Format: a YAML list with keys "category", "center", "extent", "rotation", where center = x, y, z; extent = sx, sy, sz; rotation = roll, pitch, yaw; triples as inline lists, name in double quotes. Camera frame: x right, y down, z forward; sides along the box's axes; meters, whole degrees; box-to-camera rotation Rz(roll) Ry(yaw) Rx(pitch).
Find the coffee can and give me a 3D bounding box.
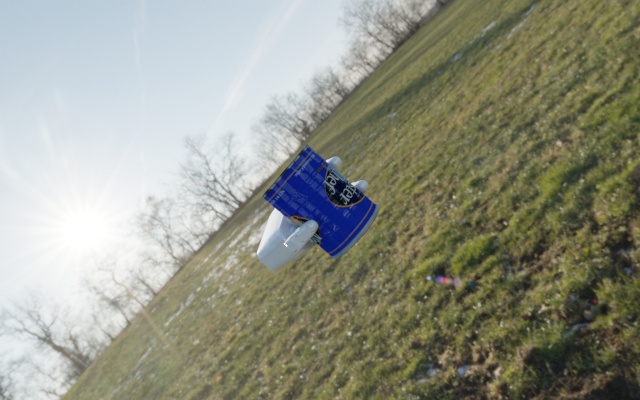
- category: "coffee can"
  center: [0.000, 0.002, 0.696]
  extent: [0.140, 0.103, 0.103]
  rotation: [41, -5, -5]
